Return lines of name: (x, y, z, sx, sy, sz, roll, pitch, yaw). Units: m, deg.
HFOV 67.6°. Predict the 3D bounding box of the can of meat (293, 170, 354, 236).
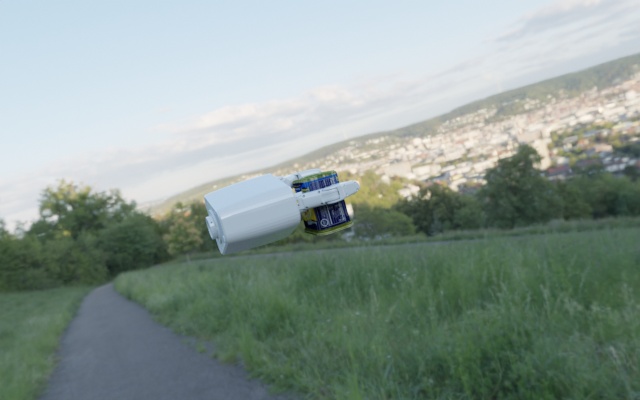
can of meat: (0.000, 0.002, 0.711, 0.057, 0.084, 0.102, -18, 5, -16)
